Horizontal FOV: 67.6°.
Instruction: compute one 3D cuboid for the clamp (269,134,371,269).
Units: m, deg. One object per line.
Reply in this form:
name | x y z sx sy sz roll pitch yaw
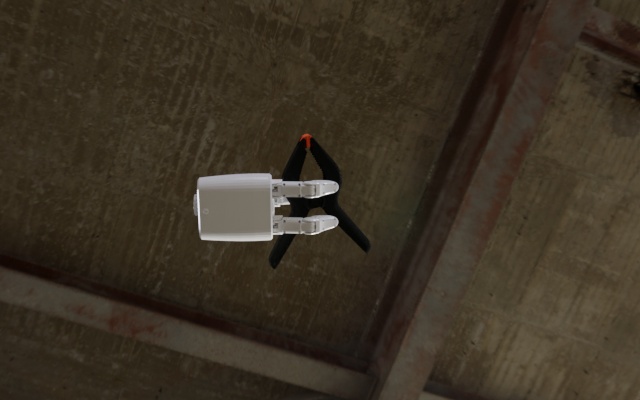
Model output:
clamp | 0.000 0.002 0.745 0.164 0.210 0.036 -2 12 -10
